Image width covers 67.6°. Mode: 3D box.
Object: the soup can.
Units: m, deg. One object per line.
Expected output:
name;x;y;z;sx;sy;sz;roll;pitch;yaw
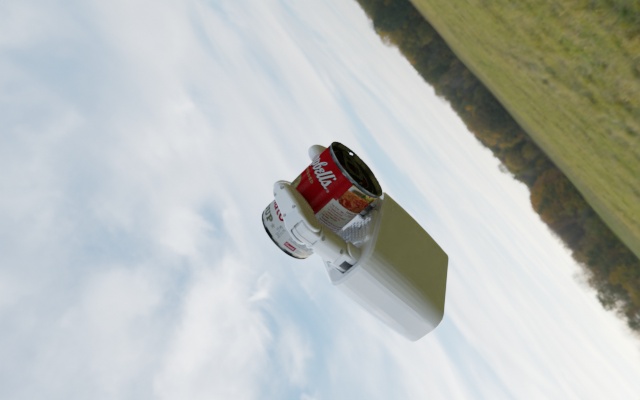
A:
soup can;-0.001;0.001;0.463;0.102;0.068;0.068;-42;-19;22
